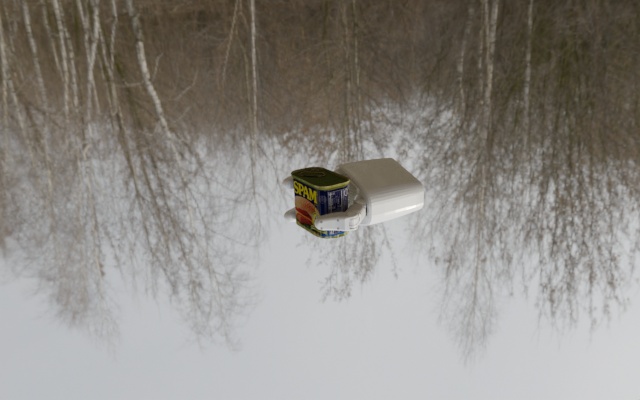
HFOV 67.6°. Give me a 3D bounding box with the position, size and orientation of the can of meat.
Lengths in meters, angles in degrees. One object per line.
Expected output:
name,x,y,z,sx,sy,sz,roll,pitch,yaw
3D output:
can of meat,0.000,0.003,0.718,0.057,0.084,0.102,-14,23,-29
